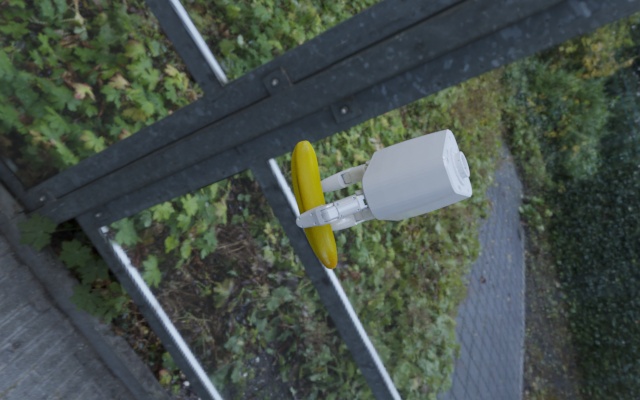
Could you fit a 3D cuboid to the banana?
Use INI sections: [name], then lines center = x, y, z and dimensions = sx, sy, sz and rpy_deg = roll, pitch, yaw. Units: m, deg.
[banana]
center = -0.009, -0.005, 0.658
dimensions = 0.037, 0.197, 0.070
rpy_deg = -18, -19, 24
